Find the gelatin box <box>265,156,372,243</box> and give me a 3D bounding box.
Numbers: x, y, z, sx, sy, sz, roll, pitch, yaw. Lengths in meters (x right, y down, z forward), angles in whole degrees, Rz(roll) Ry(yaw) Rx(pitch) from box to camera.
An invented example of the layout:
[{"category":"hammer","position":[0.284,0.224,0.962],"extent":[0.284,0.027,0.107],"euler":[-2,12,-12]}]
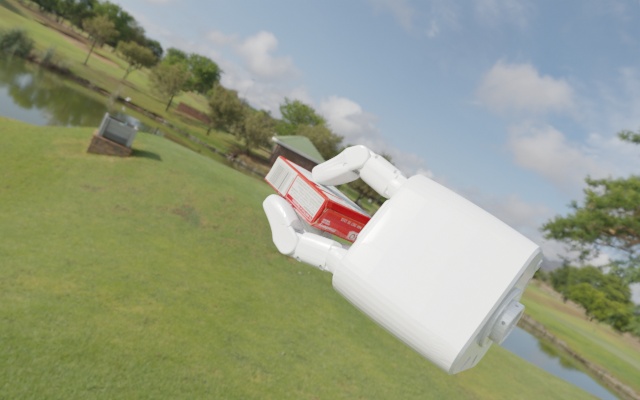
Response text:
[{"category":"gelatin box","position":[0.000,0.001,0.439],"extent":[0.073,0.030,0.089],"euler":[26,12,-44]}]
